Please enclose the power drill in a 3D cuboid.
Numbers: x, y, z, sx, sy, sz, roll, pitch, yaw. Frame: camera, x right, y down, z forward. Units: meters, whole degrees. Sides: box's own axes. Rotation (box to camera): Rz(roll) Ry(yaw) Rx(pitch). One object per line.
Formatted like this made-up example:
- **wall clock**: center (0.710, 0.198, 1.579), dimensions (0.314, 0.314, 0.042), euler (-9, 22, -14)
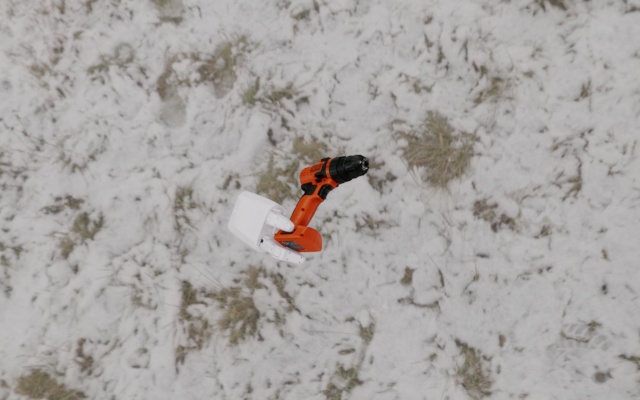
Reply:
- **power drill**: center (0.000, 0.003, 0.878), dimensions (0.057, 0.187, 0.184), euler (38, -27, -25)
